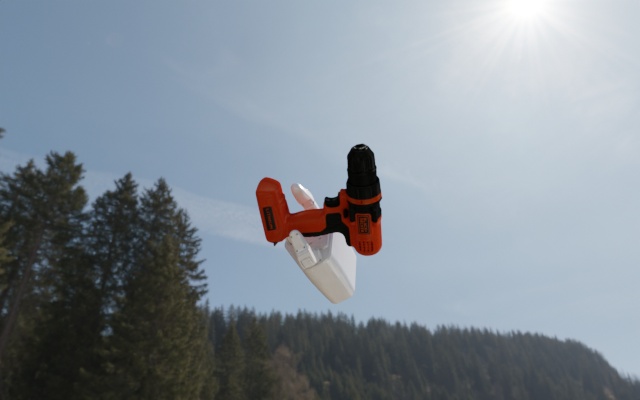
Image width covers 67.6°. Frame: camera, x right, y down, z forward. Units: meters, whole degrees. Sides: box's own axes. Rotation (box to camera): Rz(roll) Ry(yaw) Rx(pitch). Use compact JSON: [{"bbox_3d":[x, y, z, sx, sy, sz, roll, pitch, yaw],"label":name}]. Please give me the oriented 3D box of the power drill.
[{"bbox_3d":[0.000,0.003,0.728,0.187,0.184,0.057,1,29,15],"label":"power drill"}]
